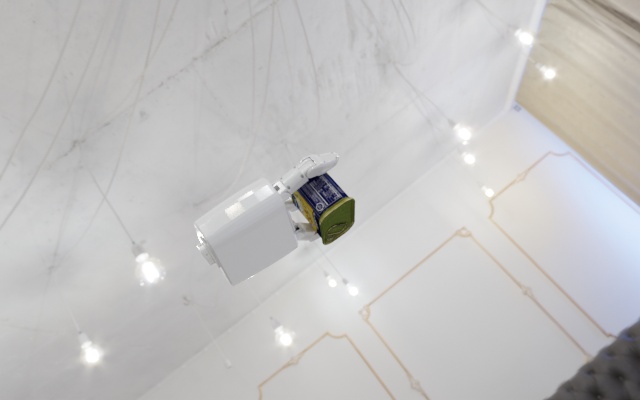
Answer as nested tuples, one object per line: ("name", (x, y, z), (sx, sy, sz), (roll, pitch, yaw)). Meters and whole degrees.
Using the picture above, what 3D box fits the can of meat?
("can of meat", (0.000, 0.002, 0.664), (0.057, 0.084, 0.102), (-35, -24, -13))
